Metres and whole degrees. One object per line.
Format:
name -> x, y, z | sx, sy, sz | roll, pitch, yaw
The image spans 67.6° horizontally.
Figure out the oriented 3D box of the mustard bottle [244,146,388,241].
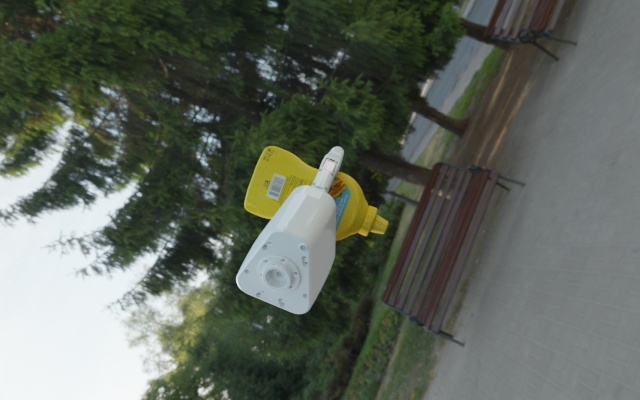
mustard bottle -> 0.000, 0.002, 0.650 | 0.191, 0.096, 0.058 | 22, 6, 4
